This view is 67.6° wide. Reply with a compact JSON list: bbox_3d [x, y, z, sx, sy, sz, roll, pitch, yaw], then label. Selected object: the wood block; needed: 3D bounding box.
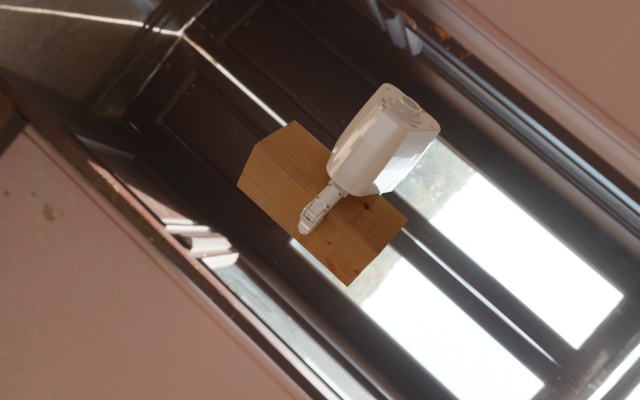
[{"bbox_3d":[0.000,0.002,0.644,0.090,0.206,0.090,-41,-10,-44],"label":"wood block"}]
